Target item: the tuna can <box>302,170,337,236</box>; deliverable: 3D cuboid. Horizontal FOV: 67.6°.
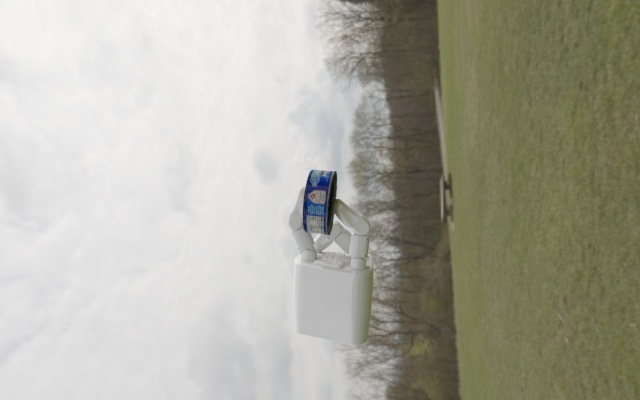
[{"bbox_3d":[0.000,0.002,0.631,0.034,0.086,0.086,6,1,8],"label":"tuna can"}]
